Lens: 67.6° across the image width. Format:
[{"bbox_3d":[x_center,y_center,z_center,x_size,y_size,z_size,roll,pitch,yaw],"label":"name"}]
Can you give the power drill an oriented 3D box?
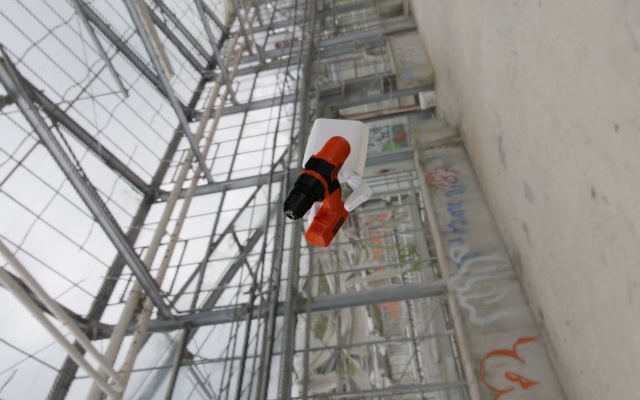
[{"bbox_3d":[0.000,0.003,0.856,0.057,0.184,0.188,24,-32,20],"label":"power drill"}]
